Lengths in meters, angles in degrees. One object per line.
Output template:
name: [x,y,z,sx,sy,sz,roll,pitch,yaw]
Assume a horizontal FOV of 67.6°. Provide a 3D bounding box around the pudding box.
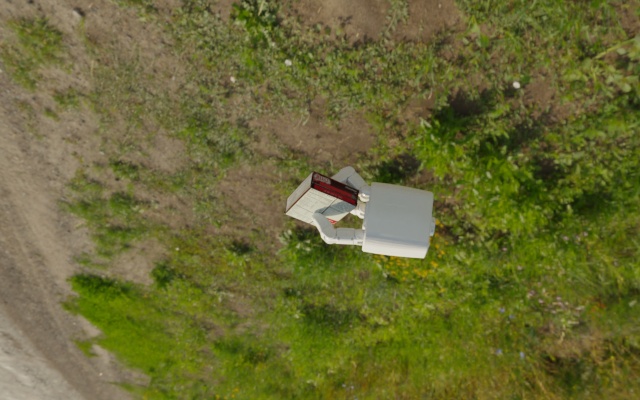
pudding box: [0.000,0.003,0.822,0.090,0.039,0.113,23,-36,-18]
